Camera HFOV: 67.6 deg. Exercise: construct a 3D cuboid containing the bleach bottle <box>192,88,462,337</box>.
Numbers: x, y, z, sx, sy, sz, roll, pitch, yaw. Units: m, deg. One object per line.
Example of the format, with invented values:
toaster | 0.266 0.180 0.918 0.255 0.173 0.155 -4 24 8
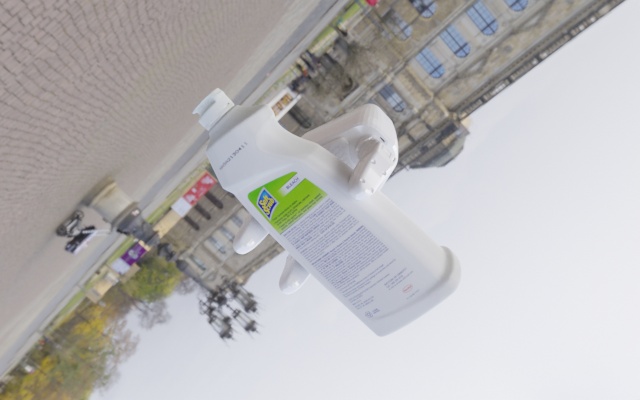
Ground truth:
bleach bottle | 0.000 0.001 0.405 0.102 0.251 0.068 -41 12 21
